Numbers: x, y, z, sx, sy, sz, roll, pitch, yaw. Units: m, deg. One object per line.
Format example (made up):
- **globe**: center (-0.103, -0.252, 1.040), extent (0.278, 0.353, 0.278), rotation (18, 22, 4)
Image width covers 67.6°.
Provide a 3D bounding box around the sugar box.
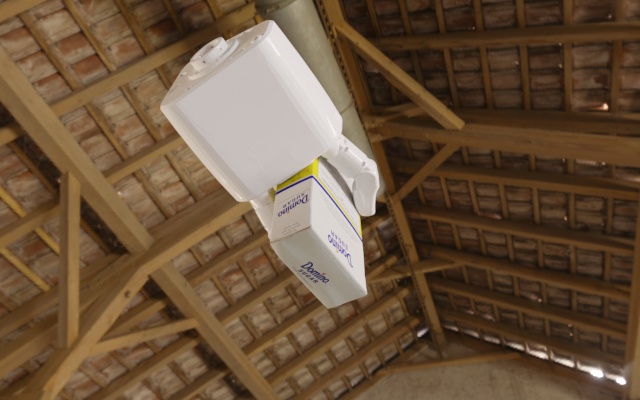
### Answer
- **sugar box**: center (0.000, 0.002, 0.445), extent (0.048, 0.093, 0.176), rotation (-23, 35, 21)
